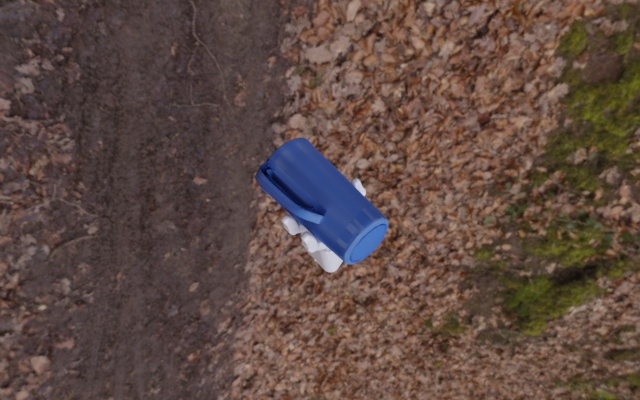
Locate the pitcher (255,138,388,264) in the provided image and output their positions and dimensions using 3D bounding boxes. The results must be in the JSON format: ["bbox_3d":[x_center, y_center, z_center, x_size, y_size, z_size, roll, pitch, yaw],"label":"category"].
[{"bbox_3d":[0.000,0.003,0.884,0.149,0.242,0.145,-38,-27,-17],"label":"pitcher"}]
